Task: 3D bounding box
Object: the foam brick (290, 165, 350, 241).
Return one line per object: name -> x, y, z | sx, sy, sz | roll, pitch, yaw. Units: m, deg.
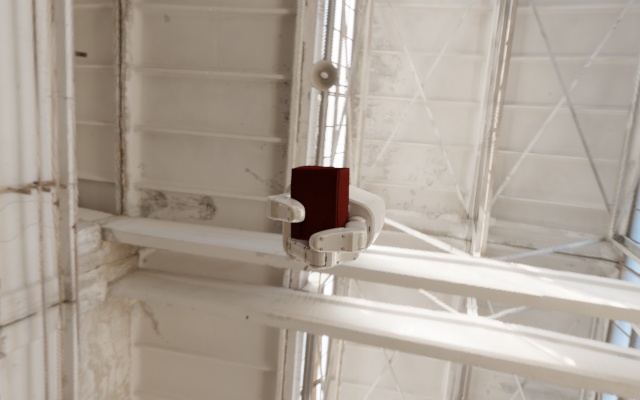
foam brick -> 0.000, 0.001, 0.514 | 0.053, 0.078, 0.051 | 5, 10, 16
